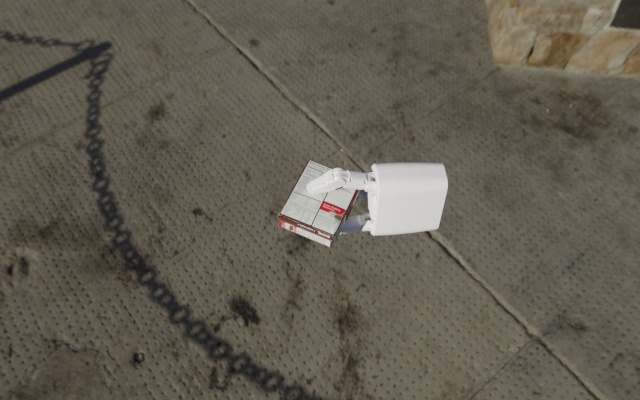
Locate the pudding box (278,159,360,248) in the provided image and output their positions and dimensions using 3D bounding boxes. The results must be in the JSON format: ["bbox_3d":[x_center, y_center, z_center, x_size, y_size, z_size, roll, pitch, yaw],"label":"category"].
[{"bbox_3d":[0.000,0.002,0.710,0.090,0.113,0.039,21,-32,10],"label":"pudding box"}]
